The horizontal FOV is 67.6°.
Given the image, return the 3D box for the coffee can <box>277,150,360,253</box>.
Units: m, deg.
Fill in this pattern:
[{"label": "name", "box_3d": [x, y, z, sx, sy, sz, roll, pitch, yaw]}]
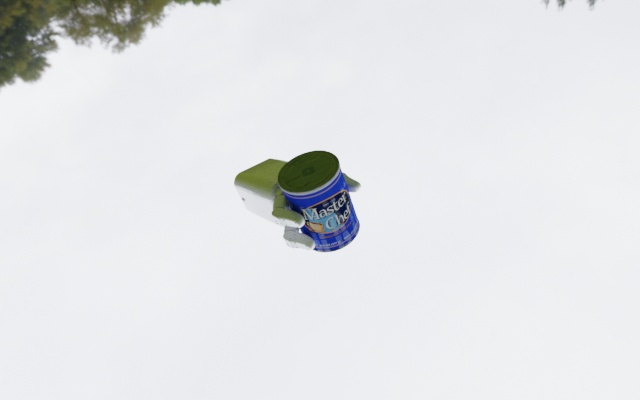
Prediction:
[{"label": "coffee can", "box_3d": [0.000, 0.002, 0.794, 0.103, 0.140, 0.102, -13, 40, 11]}]
